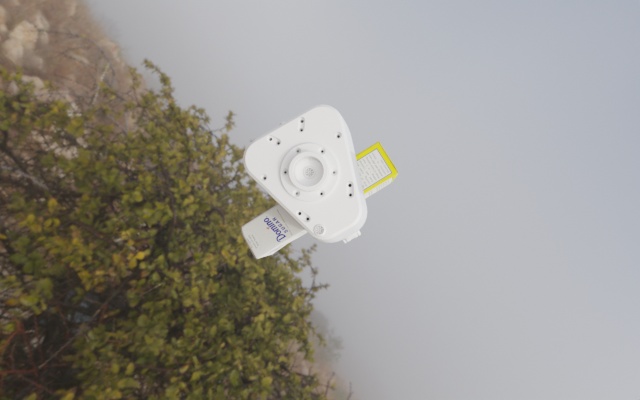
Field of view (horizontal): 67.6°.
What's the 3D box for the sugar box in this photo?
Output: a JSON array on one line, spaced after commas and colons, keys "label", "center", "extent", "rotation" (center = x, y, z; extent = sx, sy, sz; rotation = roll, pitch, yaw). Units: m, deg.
[{"label": "sugar box", "center": [0.000, 0.001, 0.542], "extent": [0.176, 0.048, 0.093], "rotation": [-29, -5, 3]}]
